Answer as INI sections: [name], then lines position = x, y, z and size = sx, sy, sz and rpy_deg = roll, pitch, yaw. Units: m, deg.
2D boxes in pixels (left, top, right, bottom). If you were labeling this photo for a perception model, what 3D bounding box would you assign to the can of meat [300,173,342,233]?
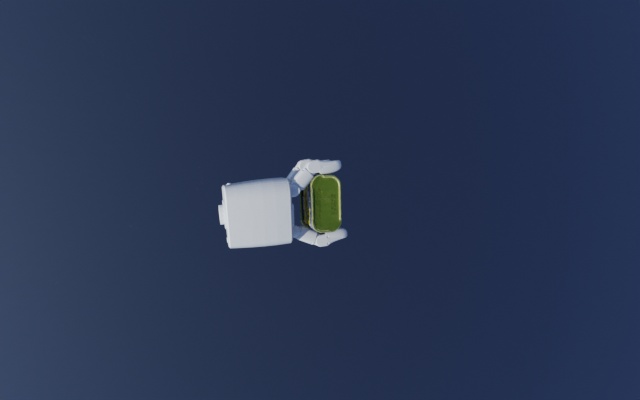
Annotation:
[can of meat]
position = 0.000, 0.003, 0.823
size = 0.057, 0.102, 0.084
rpy_deg = -3, 5, -13
